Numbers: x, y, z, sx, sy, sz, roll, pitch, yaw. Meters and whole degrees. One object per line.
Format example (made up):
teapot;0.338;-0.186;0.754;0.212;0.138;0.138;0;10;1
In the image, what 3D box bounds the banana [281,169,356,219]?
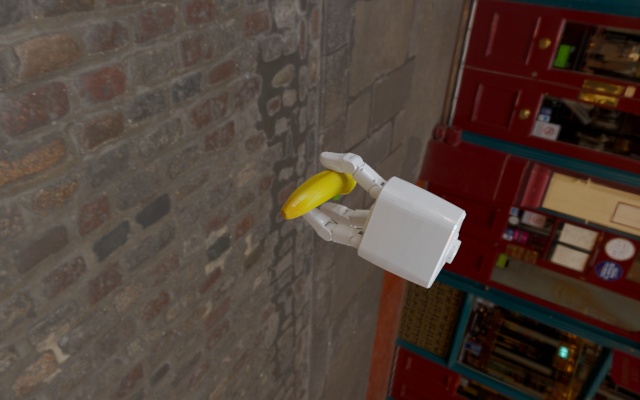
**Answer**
banana;0.010;-0.014;0.667;0.037;0.070;0.198;34;18;16
